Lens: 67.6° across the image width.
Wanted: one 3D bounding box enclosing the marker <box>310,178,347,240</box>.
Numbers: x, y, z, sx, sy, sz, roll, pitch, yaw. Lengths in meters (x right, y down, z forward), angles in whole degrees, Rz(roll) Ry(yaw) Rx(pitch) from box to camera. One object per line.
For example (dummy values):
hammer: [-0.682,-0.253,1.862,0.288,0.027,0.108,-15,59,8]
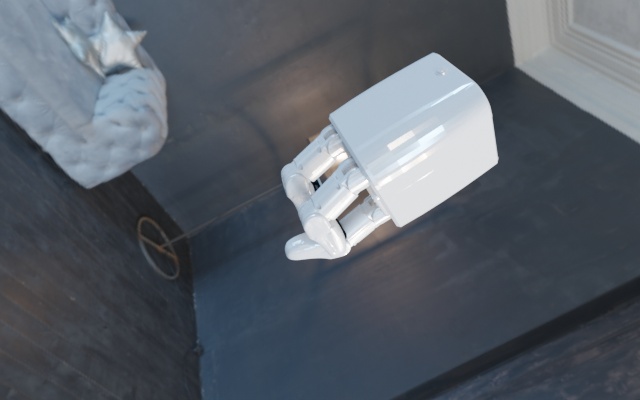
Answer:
marker: [0.000,0.002,0.466,0.020,0.020,0.121,0,36,-19]
